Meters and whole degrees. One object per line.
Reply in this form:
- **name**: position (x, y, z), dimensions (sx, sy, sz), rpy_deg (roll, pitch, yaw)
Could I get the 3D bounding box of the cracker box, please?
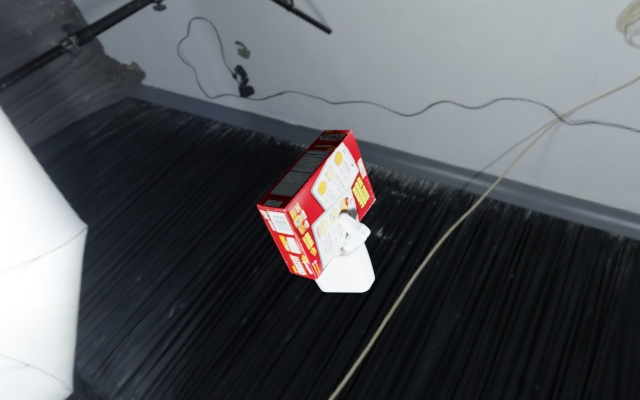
- **cracker box**: position (0.000, 0.003, 0.834), dimensions (0.072, 0.164, 0.213), rpy_deg (9, 47, 36)
